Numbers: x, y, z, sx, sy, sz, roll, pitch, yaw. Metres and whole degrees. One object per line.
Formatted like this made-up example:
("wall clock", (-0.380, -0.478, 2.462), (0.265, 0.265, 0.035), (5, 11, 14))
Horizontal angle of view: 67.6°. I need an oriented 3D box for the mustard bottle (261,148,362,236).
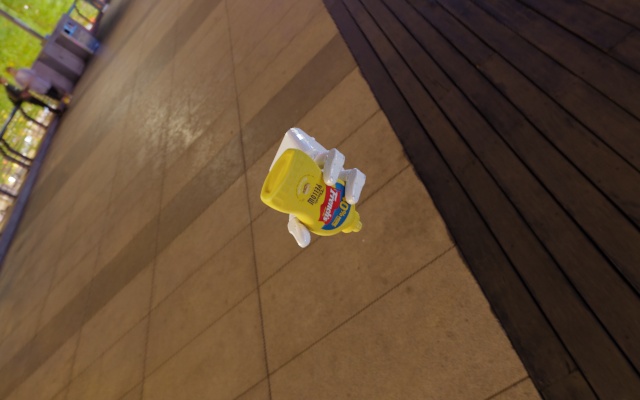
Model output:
("mustard bottle", (0.000, 0.003, 0.771), (0.192, 0.096, 0.058), (34, -13, -35))
